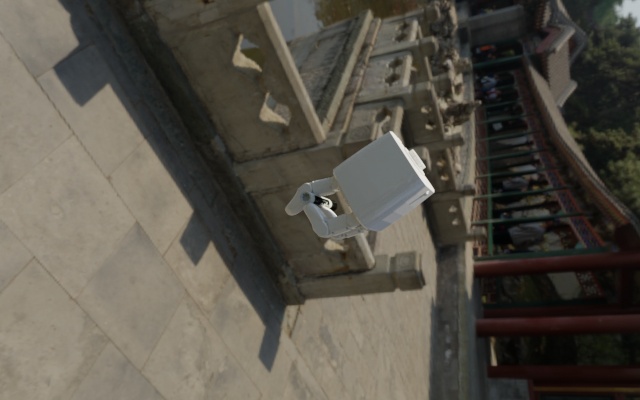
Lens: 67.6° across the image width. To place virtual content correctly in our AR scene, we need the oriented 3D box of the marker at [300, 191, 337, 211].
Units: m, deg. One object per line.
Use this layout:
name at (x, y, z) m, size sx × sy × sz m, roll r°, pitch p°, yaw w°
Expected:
marker at (0.000, 0.003, 0.760) m, size 0.020 × 0.020 × 0.121 m, roll 0°, pitch -7°, yaw 22°
